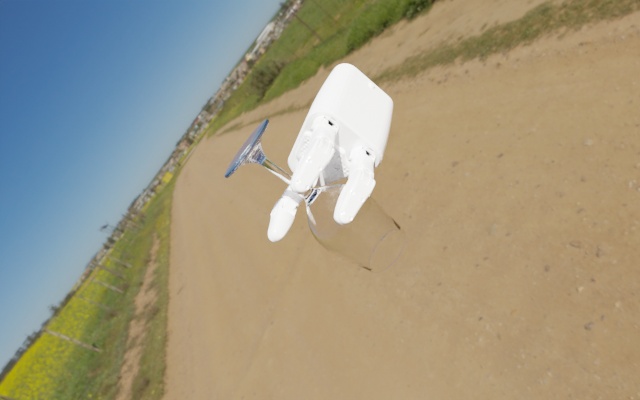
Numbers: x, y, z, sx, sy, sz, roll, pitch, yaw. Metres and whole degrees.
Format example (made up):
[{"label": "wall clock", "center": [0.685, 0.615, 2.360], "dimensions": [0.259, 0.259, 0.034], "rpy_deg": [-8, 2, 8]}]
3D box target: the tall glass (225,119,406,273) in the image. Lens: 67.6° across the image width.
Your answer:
[{"label": "tall glass", "center": [-0.001, 0.001, 0.520], "dimensions": [0.201, 0.079, 0.079], "rpy_deg": [36, -12, -17]}]
